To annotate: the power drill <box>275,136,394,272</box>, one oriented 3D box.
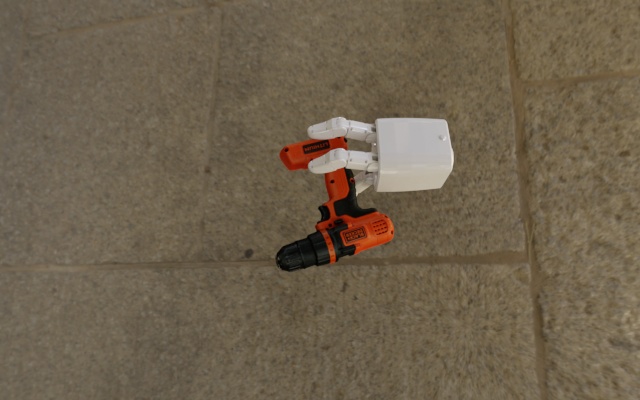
[{"bbox_3d":[0.000,0.002,0.726,0.184,0.187,0.057,-16,-11,-15],"label":"power drill"}]
